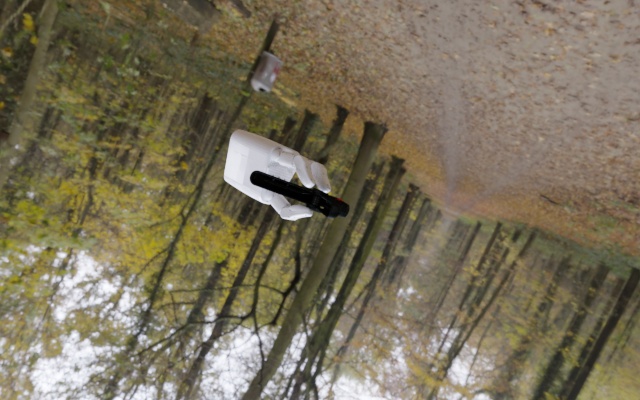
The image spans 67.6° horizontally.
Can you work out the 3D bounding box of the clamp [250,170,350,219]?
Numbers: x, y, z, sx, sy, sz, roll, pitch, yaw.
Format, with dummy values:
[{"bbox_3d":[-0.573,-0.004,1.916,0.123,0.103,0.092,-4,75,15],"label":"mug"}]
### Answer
[{"bbox_3d":[0.000,0.003,0.808,0.164,0.036,0.210,25,4,32],"label":"clamp"}]
